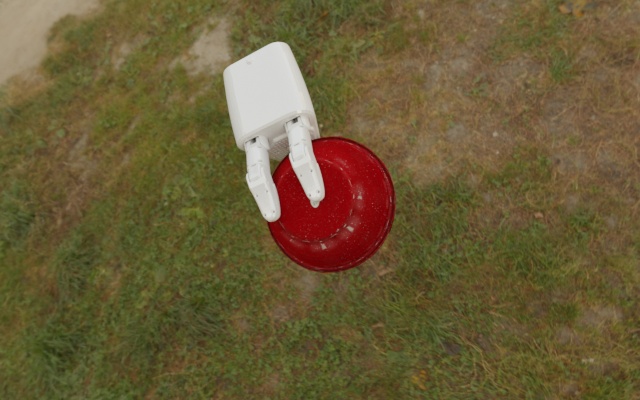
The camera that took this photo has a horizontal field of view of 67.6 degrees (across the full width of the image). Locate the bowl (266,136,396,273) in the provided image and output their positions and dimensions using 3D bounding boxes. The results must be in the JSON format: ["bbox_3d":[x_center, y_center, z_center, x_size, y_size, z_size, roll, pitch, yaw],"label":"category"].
[{"bbox_3d":[0.001,0.003,0.538,0.162,0.162,0.055,0,-5,19],"label":"bowl"}]
